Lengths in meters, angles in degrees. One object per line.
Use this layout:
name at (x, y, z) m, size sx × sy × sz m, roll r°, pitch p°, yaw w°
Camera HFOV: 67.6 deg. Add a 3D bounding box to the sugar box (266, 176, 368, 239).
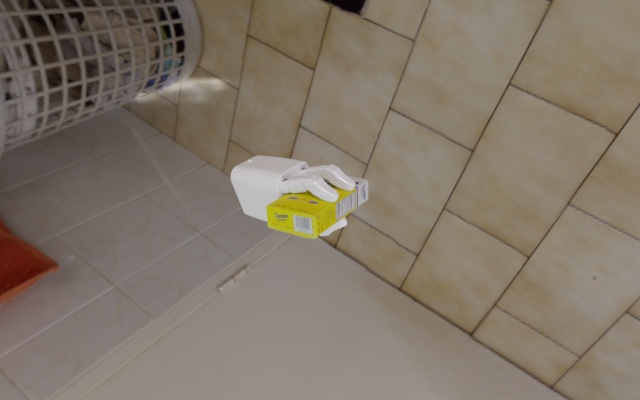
sugar box at (0.000, 0.002, 0.796) m, size 0.093 × 0.048 × 0.176 m, roll 12°, pitch 29°, yaw 30°
